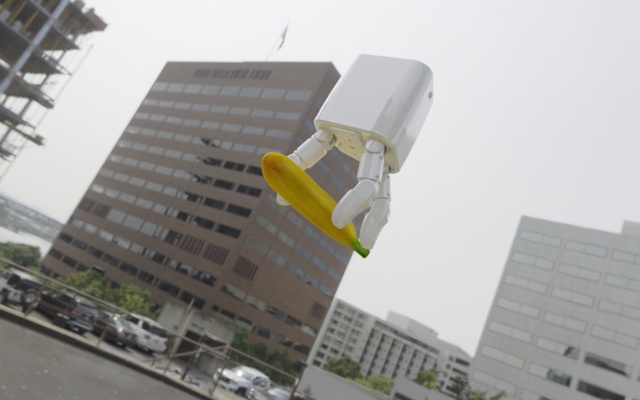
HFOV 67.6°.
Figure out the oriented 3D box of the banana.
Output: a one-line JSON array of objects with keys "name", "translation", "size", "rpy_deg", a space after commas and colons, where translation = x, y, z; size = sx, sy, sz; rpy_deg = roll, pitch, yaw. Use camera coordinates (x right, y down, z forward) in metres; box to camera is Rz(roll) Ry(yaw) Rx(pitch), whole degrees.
[{"name": "banana", "translation": [-0.010, -0.002, 0.523], "size": [0.069, 0.037, 0.198], "rpy_deg": [25, -12, 46]}]
